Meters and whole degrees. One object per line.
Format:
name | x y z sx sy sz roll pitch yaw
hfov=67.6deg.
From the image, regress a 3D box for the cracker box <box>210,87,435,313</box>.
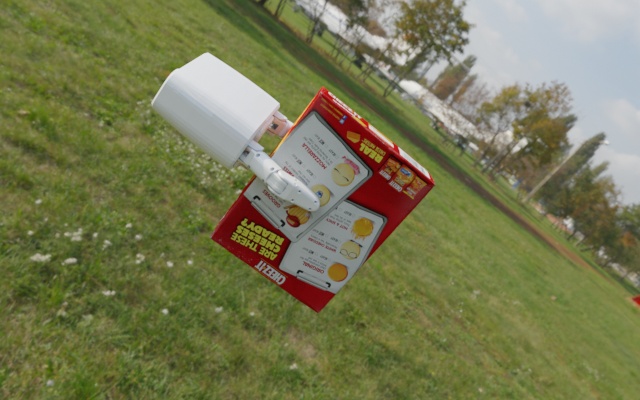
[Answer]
cracker box | 0.000 0.002 0.567 0.164 0.214 0.072 37 17 -9
